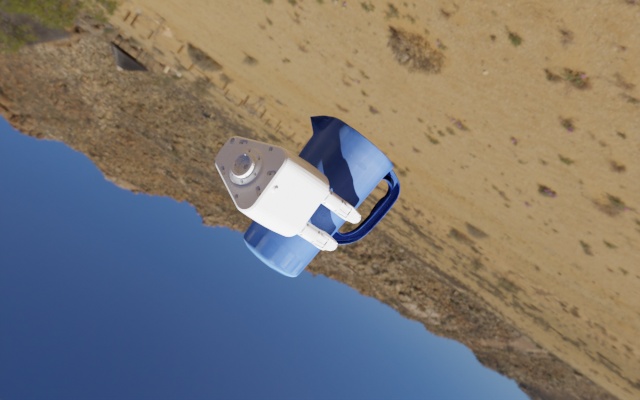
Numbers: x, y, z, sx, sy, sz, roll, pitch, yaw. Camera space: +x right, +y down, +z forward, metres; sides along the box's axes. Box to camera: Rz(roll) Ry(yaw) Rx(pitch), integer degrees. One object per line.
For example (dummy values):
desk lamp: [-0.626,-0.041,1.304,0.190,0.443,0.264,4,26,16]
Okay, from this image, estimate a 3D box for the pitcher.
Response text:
pitcher: [0.000,0.002,0.751,0.149,0.243,0.145,39,3,32]
